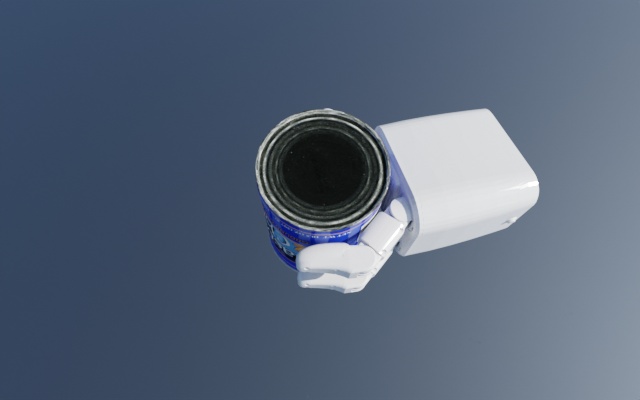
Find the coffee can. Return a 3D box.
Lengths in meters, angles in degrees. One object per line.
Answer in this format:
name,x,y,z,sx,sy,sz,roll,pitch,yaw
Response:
coffee can,0.000,0.001,0.422,0.103,0.102,0.140,0,-22,-2
